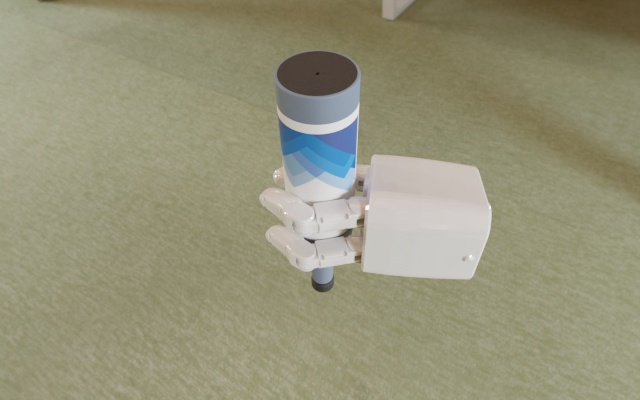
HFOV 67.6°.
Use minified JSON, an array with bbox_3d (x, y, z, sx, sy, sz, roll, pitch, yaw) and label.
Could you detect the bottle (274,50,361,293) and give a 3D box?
[{"bbox_3d":[0.000,0.001,0.473,0.069,0.069,0.296,0,-42,1],"label":"bottle"}]
